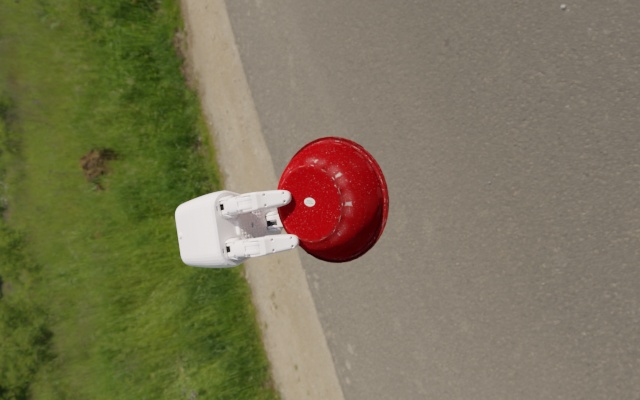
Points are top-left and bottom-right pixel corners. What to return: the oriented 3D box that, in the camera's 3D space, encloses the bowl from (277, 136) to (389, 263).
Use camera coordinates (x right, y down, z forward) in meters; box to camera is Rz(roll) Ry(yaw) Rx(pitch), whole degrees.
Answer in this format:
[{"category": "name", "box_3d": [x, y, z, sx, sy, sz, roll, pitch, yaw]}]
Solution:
[{"category": "bowl", "box_3d": [0.001, 0.001, 0.586, 0.162, 0.162, 0.055, 0, 5, 32]}]
